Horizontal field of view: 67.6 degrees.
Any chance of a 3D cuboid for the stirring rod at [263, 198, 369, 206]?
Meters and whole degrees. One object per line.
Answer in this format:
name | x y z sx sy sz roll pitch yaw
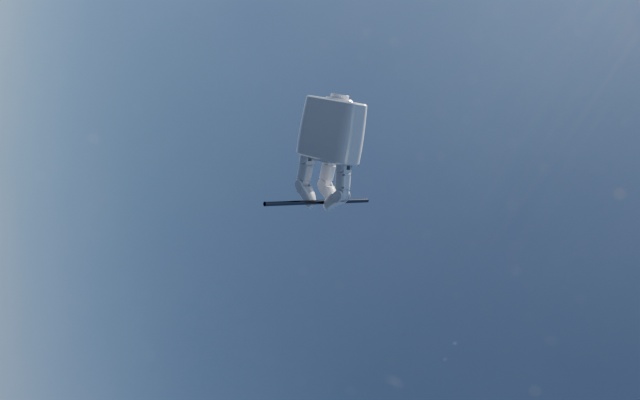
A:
stirring rod | 0.000 0.003 0.859 0.239 0.011 0.011 -2 1 -40
